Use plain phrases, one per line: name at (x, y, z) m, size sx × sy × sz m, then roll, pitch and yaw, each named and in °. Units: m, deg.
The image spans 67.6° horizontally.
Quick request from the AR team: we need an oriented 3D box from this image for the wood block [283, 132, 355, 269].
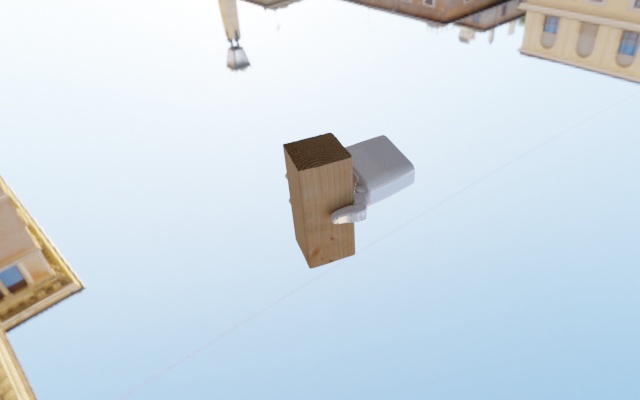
wood block at (0.001, 0.003, 0.811) m, size 0.090 × 0.206 × 0.090 m, roll -16°, pitch 38°, yaw -14°
